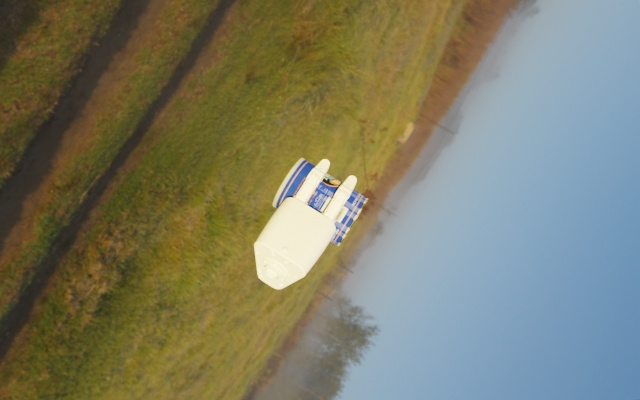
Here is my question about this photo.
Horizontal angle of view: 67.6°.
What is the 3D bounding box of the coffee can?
[{"bbox_3d":[0.000,0.003,0.856,0.140,0.103,0.103,32,2,4],"label":"coffee can"}]
